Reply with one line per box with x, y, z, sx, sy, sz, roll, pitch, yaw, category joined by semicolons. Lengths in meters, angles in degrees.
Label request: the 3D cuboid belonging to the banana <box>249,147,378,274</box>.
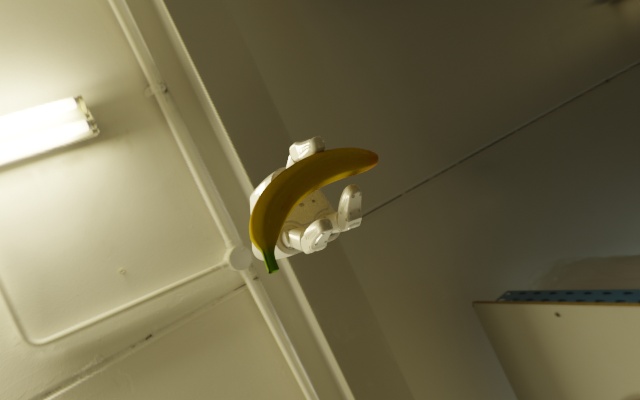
-0.015;-0.010;0.519;0.197;0.069;0.037;-46;6;-29;banana
